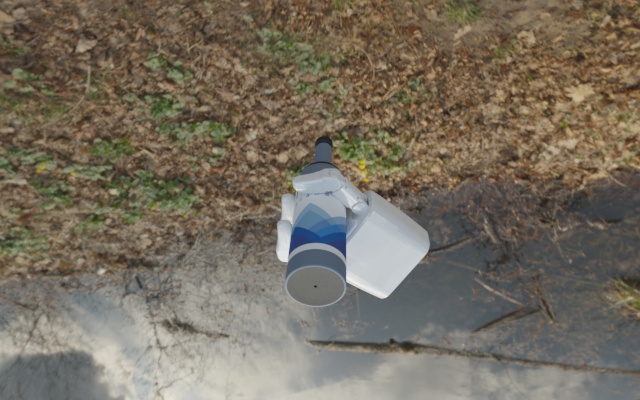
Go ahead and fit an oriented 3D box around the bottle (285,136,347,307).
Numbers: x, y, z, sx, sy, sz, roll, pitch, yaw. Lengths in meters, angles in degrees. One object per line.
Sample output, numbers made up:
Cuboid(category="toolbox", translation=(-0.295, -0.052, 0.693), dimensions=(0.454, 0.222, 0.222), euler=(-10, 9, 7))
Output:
Cuboid(category="bottle", translation=(0.000, 0.002, 0.624), dimensions=(0.069, 0.069, 0.295), euler=(0, 38, 3))
